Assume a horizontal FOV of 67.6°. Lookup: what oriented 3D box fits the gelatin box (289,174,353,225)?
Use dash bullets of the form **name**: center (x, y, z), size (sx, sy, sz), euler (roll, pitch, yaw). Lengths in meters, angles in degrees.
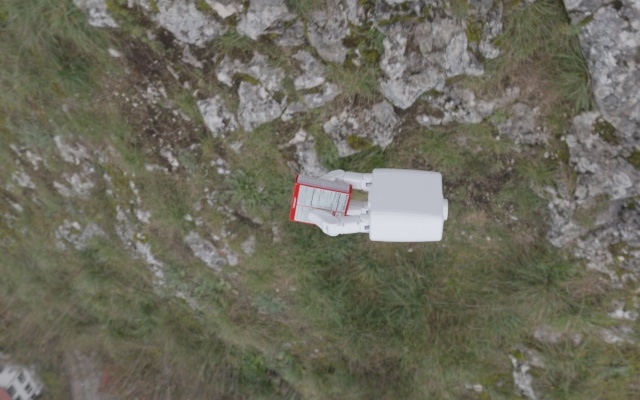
- **gelatin box**: center (0.000, 0.003, 0.749), size (0.089, 0.073, 0.030), euler (10, 36, -2)
